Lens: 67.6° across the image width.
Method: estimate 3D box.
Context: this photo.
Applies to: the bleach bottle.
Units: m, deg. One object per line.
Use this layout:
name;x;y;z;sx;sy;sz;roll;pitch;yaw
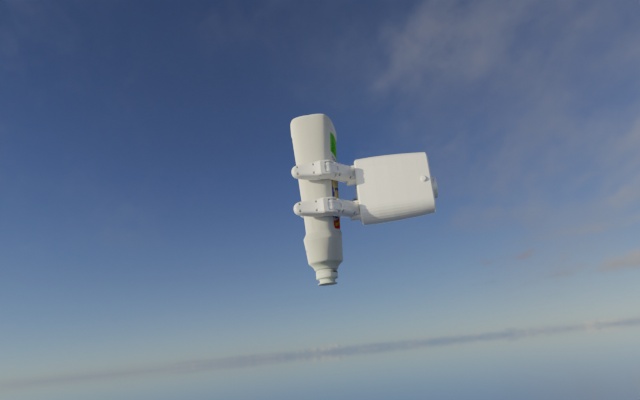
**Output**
bleach bottle;0.000;0.002;0.721;0.068;0.250;0.102;-8;-18;8
